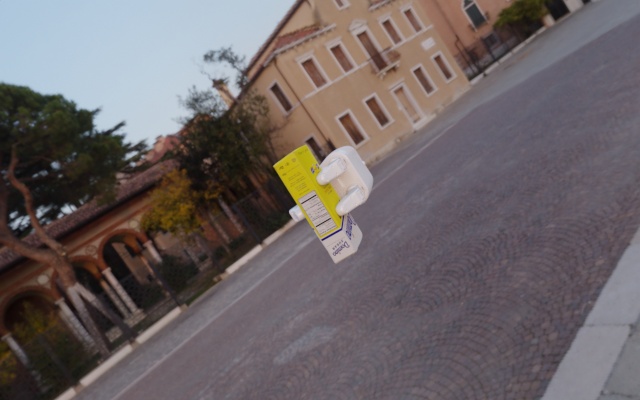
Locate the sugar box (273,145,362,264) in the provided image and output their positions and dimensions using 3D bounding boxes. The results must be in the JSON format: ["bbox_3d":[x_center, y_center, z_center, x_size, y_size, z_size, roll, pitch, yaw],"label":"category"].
[{"bbox_3d":[0.001,0.002,0.741,0.048,0.176,0.093,-33,6,17],"label":"sugar box"}]
